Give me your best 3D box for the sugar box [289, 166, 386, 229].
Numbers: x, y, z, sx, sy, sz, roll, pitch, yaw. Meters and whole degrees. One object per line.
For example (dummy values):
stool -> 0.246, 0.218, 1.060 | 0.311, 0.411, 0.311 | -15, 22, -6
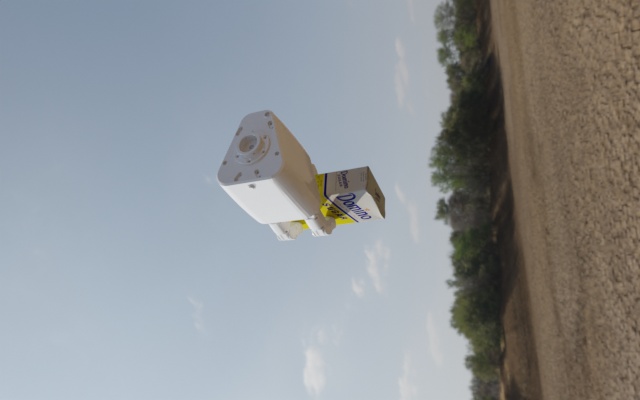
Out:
sugar box -> 0.000, 0.003, 0.710 | 0.176, 0.048, 0.093 | -7, -31, 22
